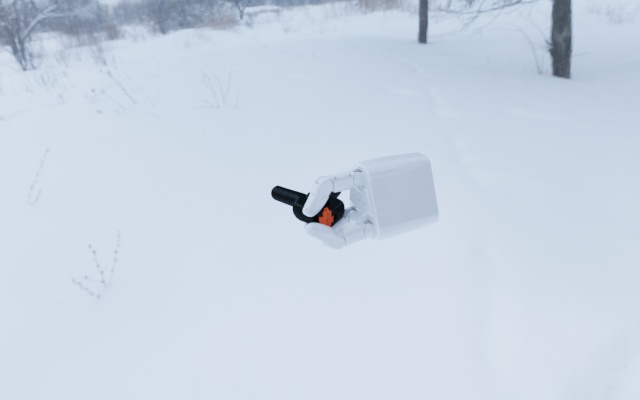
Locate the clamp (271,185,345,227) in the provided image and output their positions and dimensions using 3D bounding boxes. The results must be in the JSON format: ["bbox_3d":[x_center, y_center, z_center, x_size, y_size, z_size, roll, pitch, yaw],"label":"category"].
[{"bbox_3d":[0.000,0.002,0.752,0.120,0.039,0.171,-13,23,-18],"label":"clamp"}]
